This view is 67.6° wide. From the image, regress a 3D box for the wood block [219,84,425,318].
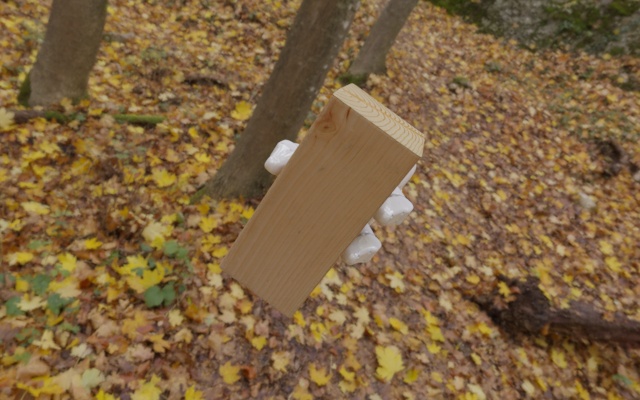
[{"bbox_3d":[0.000,0.001,0.465,0.091,0.206,0.090,36,24,0],"label":"wood block"}]
